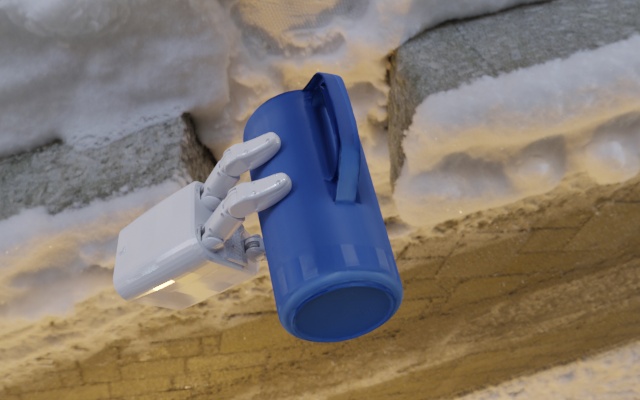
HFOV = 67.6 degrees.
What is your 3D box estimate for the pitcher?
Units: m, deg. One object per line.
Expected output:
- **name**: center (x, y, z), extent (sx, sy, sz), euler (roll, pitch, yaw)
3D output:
- **pitcher**: center (0.000, 0.002, 0.469), extent (0.145, 0.242, 0.149), euler (-27, -44, 13)
